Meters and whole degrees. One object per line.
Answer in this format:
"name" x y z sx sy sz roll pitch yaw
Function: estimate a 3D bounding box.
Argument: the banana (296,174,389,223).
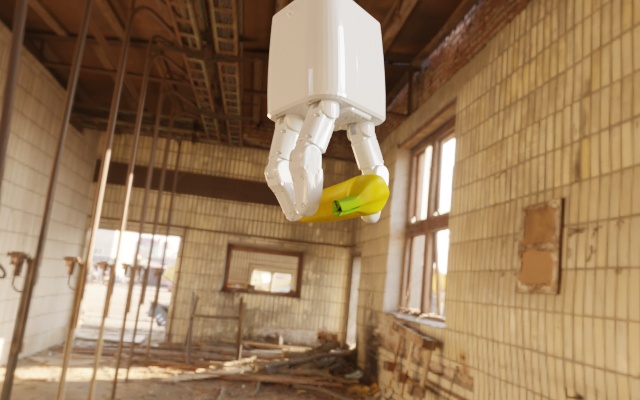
"banana" 0.019 0.000 0.457 0.069 0.037 0.198 -5 -4 -14
